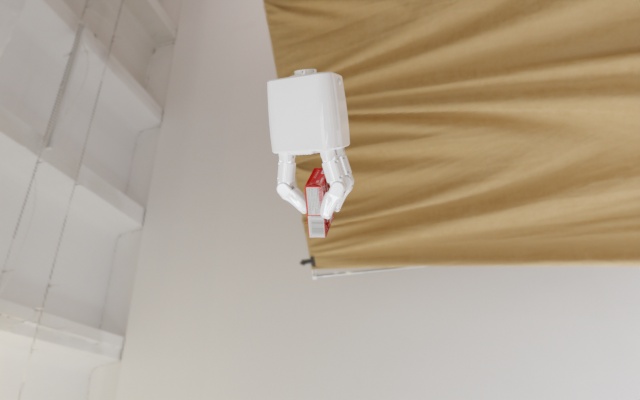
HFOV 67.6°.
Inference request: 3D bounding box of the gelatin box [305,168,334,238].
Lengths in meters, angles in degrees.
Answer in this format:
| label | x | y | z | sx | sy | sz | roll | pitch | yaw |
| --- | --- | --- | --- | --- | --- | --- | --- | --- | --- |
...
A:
| label | x | y | z | sx | sy | sz | roll | pitch | yaw |
| --- | --- | --- | --- | --- | --- | --- | --- | --- | --- |
| gelatin box | 0.000 | 0.003 | 0.734 | 0.030 | 0.089 | 0.073 | 1 | 24 | 12 |
